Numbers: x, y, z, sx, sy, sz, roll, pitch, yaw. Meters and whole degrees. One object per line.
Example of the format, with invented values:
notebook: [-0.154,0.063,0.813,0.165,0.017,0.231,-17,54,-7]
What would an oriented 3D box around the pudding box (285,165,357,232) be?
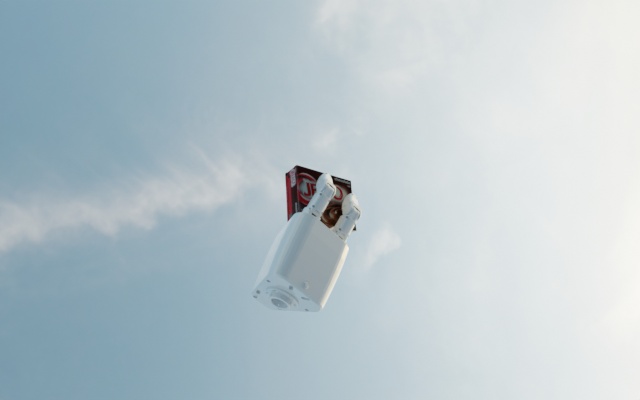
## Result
pudding box: [0.000,0.003,0.745,0.113,0.090,0.039,15,-30,-37]
